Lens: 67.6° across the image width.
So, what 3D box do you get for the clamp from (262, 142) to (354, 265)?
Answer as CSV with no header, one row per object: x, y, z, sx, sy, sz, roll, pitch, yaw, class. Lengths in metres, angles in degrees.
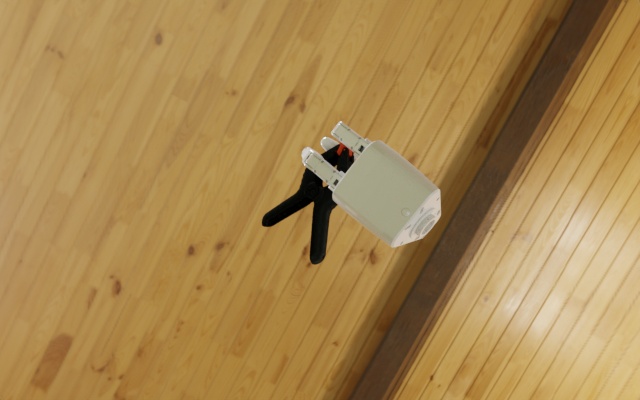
0.000,0.002,0.675,0.120,0.171,0.039,42,10,26,clamp
